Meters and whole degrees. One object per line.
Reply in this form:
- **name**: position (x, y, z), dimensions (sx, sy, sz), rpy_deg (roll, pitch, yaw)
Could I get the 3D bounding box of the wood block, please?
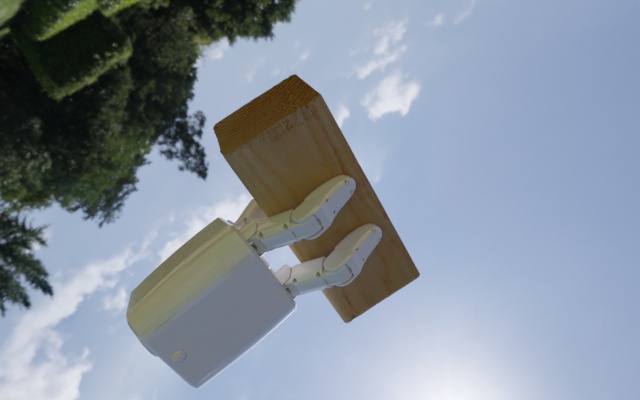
- **wood block**: position (0.000, 0.002, 0.442), dimensions (0.090, 0.206, 0.090), rpy_deg (-33, 30, -1)
